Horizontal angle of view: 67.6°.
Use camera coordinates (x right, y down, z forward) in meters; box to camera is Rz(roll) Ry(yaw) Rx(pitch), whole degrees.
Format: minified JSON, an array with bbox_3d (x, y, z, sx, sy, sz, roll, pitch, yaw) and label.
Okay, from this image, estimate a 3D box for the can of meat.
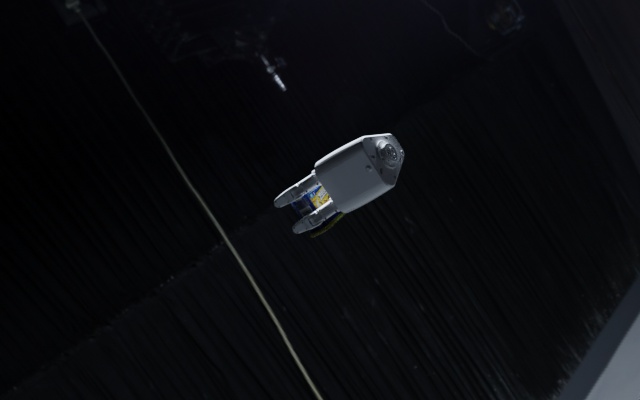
[{"bbox_3d":[0.000,0.002,0.850,0.057,0.084,0.102,-27,8,44],"label":"can of meat"}]
